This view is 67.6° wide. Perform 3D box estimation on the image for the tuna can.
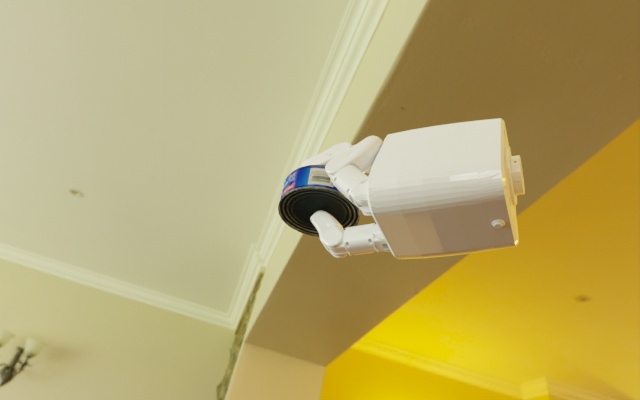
[{"bbox_3d":[0.000,0.001,0.505,0.086,0.033,0.086,6,-37,4],"label":"tuna can"}]
